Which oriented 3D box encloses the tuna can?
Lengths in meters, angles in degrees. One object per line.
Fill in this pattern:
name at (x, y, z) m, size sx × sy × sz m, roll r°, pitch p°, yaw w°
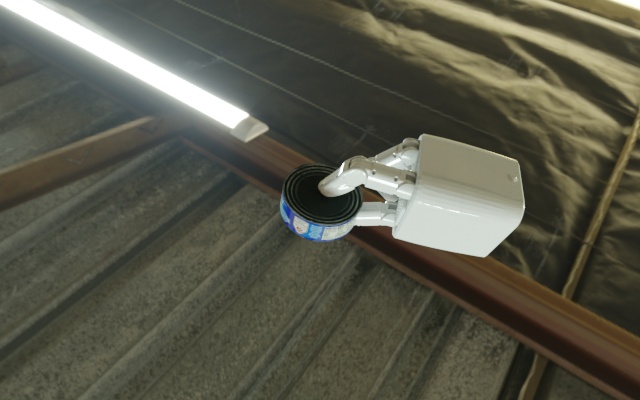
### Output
tuna can at (0.000, 0.002, 0.510) m, size 0.086 × 0.086 × 0.034 m, roll 0°, pitch -40°, yaw -14°
